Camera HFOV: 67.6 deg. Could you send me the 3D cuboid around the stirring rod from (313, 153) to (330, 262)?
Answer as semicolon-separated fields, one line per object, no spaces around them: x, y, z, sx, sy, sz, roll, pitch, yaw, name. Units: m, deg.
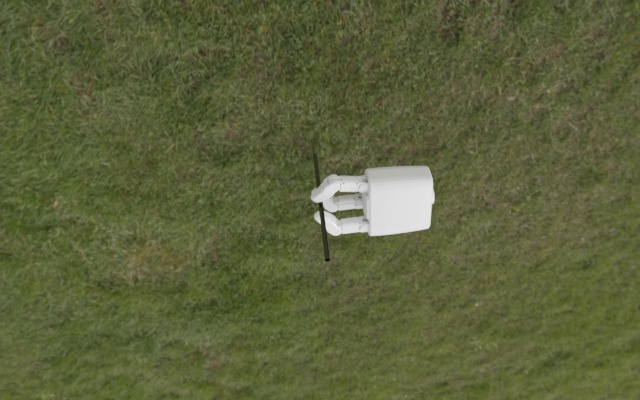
0.000;0.003;0.802;0.011;0.239;0.011;-4;-43;-3;stirring rod
